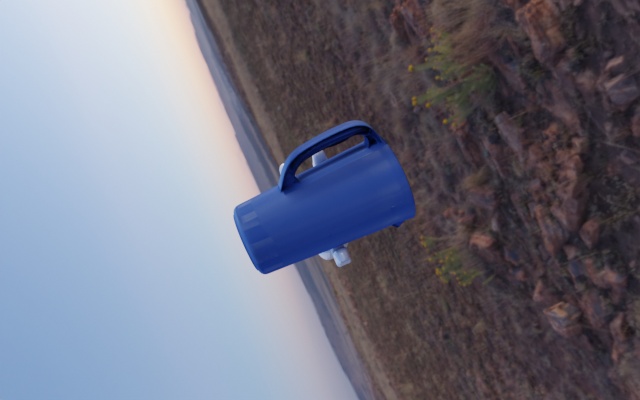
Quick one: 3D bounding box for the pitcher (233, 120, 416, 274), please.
[{"bbox_3d":[0.000,0.002,0.687,0.243,0.149,0.145,-24,-13,-4],"label":"pitcher"}]
